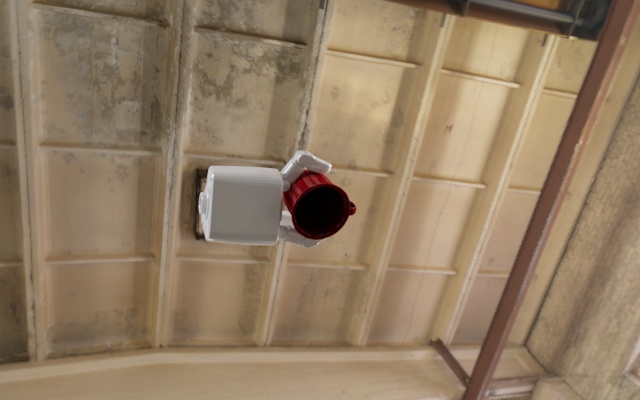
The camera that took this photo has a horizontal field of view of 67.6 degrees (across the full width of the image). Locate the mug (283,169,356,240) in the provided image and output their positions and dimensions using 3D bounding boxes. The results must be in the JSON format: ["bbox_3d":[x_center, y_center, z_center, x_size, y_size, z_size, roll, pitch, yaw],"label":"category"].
[{"bbox_3d":[0.001,0.002,0.749,0.117,0.093,0.081,5,22,-22],"label":"mug"}]
